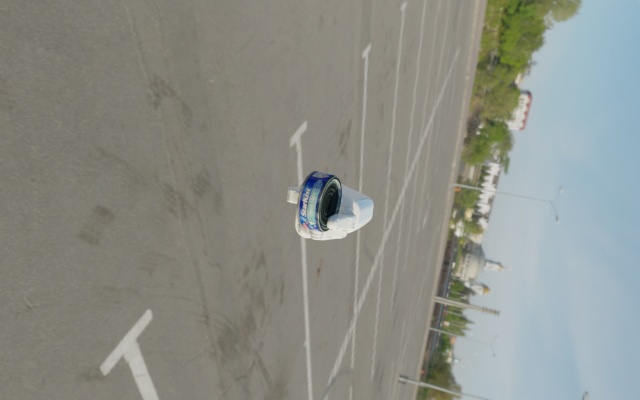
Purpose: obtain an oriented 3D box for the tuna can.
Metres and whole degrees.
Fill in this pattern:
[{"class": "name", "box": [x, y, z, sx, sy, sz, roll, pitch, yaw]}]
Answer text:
[{"class": "tuna can", "box": [0.001, 0.002, 0.693, 0.034, 0.086, 0.086, 13, 5, 23]}]
